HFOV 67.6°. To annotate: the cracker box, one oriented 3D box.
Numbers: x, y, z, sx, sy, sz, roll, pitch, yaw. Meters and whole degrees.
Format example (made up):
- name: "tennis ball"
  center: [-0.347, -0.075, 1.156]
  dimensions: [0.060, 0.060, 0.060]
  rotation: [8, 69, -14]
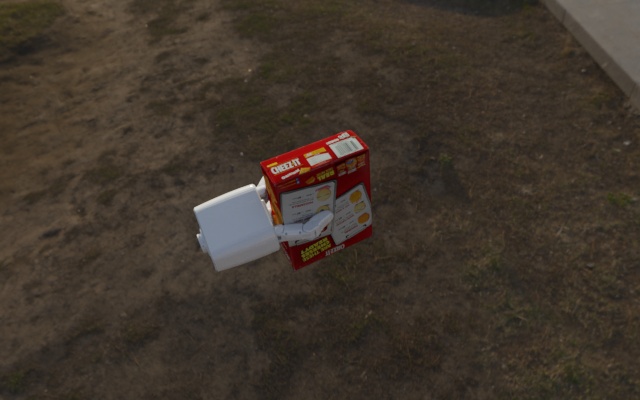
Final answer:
- name: "cracker box"
  center: [0.000, 0.003, 0.815]
  dimensions: [0.164, 0.214, 0.072]
  rotation: [-23, 47, -14]
